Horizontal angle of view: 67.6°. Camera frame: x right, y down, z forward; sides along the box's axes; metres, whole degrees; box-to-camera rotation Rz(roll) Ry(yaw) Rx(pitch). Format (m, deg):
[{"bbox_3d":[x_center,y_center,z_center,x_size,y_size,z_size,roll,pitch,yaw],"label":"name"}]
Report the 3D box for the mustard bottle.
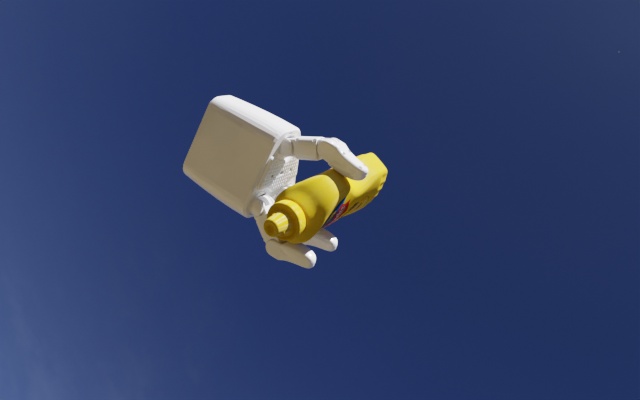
[{"bbox_3d":[0.000,0.002,0.539,0.096,0.058,0.191,-43,-9,34],"label":"mustard bottle"}]
